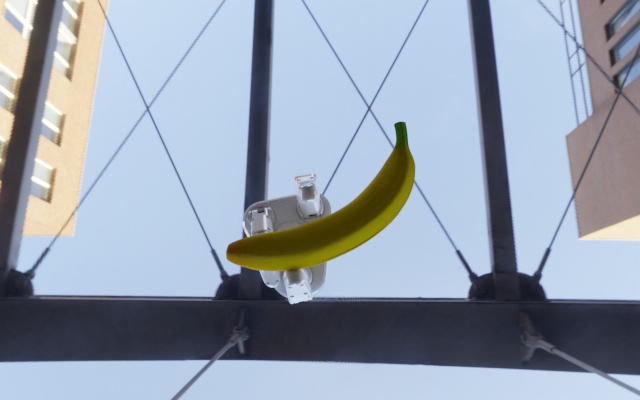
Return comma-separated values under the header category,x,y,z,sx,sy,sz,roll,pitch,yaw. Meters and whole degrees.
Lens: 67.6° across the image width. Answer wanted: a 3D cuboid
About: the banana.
category,x,y,z,sx,sy,sz,roll,pitch,yaw
banana,0.014,0.014,0.421,0.198,0.069,0.037,-36,-12,-7
